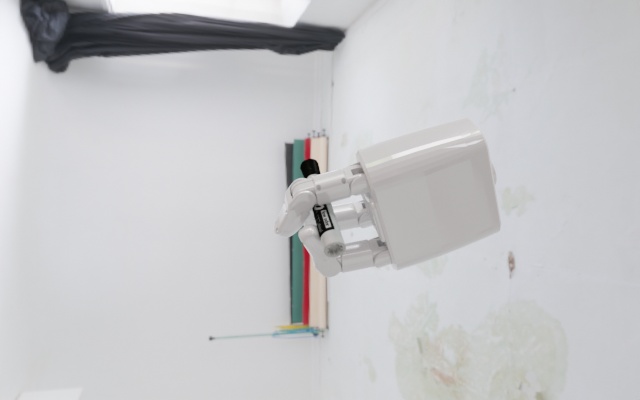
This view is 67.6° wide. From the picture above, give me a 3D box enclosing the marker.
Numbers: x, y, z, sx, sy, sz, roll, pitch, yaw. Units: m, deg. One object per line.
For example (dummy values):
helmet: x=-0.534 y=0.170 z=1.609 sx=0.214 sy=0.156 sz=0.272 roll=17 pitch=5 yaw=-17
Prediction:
marker: x=0.000 y=0.001 z=0.433 sx=0.020 sy=0.020 sz=0.121 roll=0 pitch=41 yaw=-15
